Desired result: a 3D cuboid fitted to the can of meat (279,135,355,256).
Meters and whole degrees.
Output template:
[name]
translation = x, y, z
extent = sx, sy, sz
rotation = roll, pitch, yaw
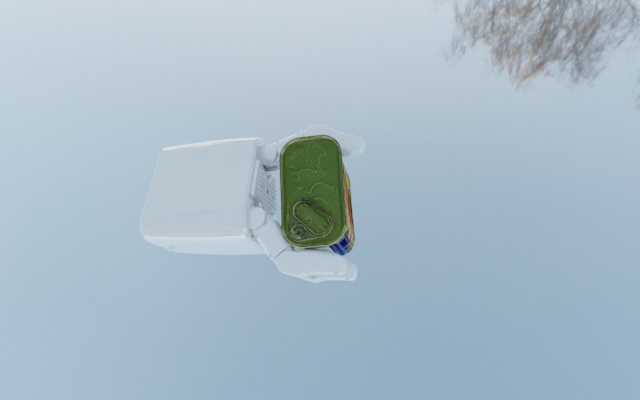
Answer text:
[can of meat]
translation = 0.000, 0.001, 0.455
extent = 0.057, 0.102, 0.084
rotation = -6, -17, 9
